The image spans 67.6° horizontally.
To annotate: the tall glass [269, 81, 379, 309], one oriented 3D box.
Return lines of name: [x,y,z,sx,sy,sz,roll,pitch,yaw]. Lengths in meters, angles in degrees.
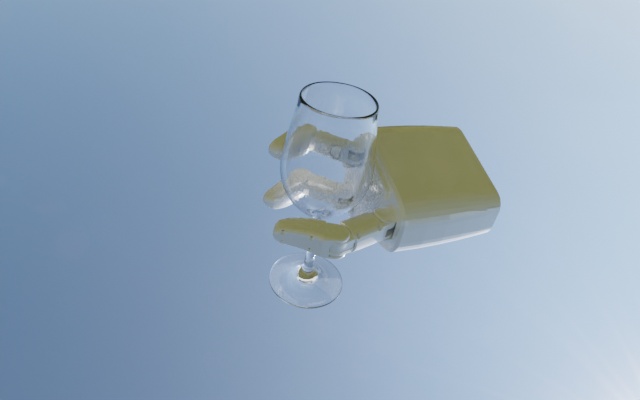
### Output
tall glass: [0.000,0.002,0.420,0.079,0.201,0.079,6,37,-5]
